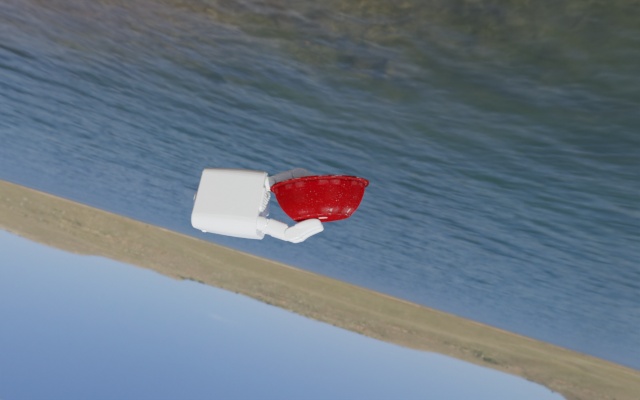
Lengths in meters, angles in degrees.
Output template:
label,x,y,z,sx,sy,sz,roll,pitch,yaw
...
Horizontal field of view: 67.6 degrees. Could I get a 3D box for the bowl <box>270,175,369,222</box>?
label,x,y,z,sx,sy,sz,roll,pitch,yaw
bowl,0.001,0.003,0.768,0.162,0.055,0.162,-4,-10,-1
